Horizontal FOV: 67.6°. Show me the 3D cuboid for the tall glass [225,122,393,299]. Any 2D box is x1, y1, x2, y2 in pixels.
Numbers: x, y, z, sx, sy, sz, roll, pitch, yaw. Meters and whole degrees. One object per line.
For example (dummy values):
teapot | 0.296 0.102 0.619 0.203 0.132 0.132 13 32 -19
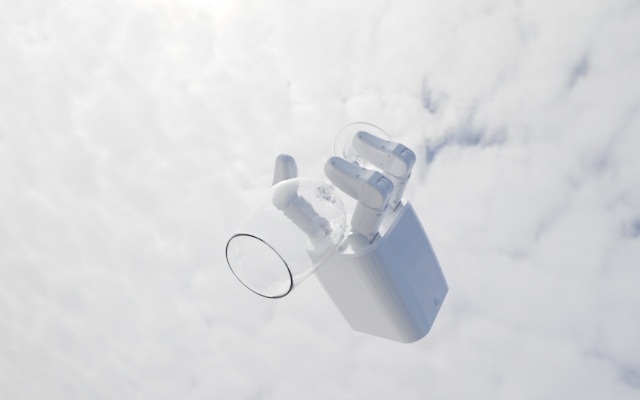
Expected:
tall glass | 0.000 0.001 0.434 0.079 0.079 0.201 0 30 34
